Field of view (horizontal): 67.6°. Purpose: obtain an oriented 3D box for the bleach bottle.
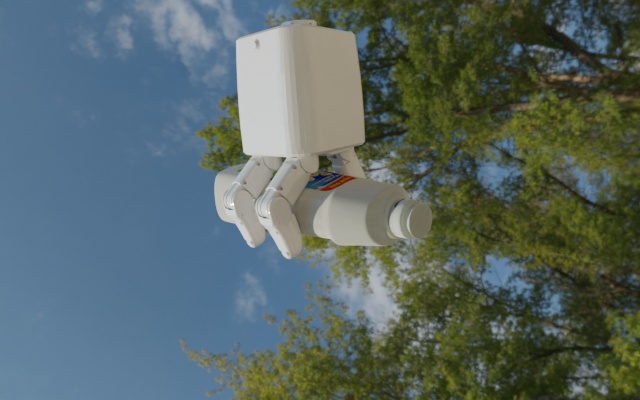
[{"bbox_3d":[0.000,0.002,0.460,0.102,0.068,0.251,-13,14,-40],"label":"bleach bottle"}]
